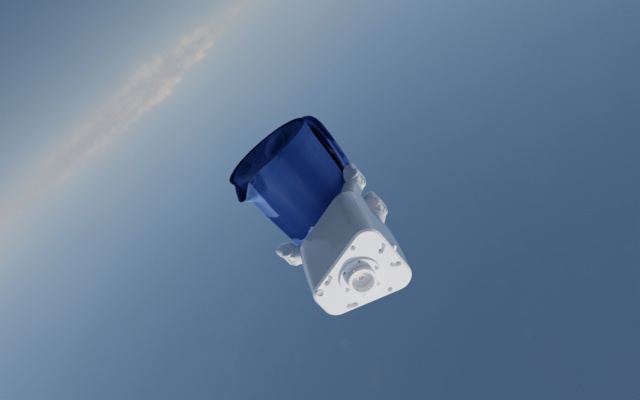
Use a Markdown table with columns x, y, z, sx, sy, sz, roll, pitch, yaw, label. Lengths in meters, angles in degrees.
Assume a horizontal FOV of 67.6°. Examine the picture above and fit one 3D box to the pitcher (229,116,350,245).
| x | y | z | sx | sy | sz | roll | pitch | yaw | label |
| --- | --- | --- | --- | --- | --- | --- | --- | --- | --- |
| 0.000 | 0.002 | 0.701 | 0.149 | 0.243 | 0.145 | -39 | 22 | 6 | pitcher |
